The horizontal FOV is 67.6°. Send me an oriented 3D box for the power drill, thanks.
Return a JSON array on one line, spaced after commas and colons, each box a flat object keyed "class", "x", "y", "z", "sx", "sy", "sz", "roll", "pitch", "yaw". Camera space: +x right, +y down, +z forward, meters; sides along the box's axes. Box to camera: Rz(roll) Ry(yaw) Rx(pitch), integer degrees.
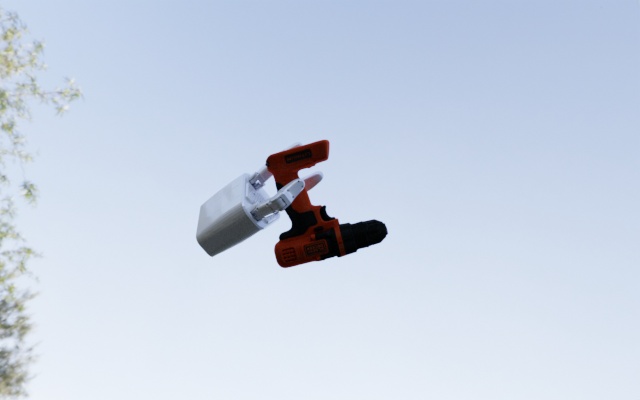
[{"class": "power drill", "x": 0.000, "y": 0.002, "z": 0.759, "sx": 0.184, "sy": 0.187, "sz": 0.057, "roll": -15, "pitch": 2, "yaw": -1}]
